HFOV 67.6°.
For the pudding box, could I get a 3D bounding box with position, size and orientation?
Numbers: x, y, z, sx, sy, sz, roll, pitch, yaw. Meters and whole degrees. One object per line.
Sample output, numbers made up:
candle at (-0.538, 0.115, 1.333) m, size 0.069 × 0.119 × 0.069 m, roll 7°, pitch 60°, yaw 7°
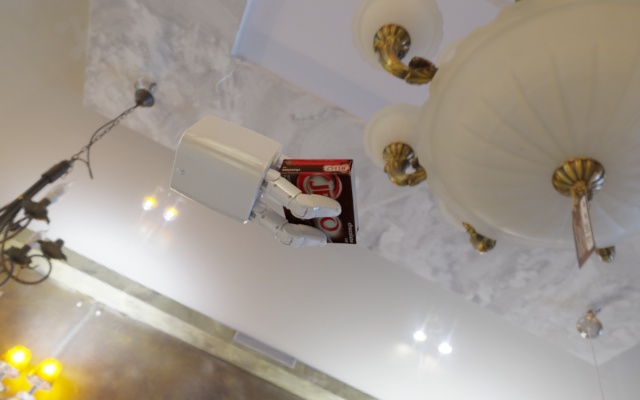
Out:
pudding box at (0.000, 0.002, 0.601) m, size 0.090 × 0.114 × 0.039 m, roll 1°, pitch 39°, yaw 13°
